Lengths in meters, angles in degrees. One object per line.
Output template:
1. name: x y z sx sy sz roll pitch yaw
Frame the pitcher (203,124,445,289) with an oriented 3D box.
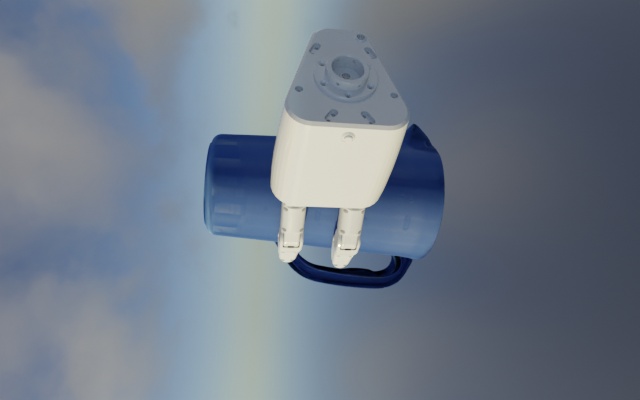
1. pitcher: 0.000 0.002 0.524 0.243 0.149 0.145 4 -32 -8
